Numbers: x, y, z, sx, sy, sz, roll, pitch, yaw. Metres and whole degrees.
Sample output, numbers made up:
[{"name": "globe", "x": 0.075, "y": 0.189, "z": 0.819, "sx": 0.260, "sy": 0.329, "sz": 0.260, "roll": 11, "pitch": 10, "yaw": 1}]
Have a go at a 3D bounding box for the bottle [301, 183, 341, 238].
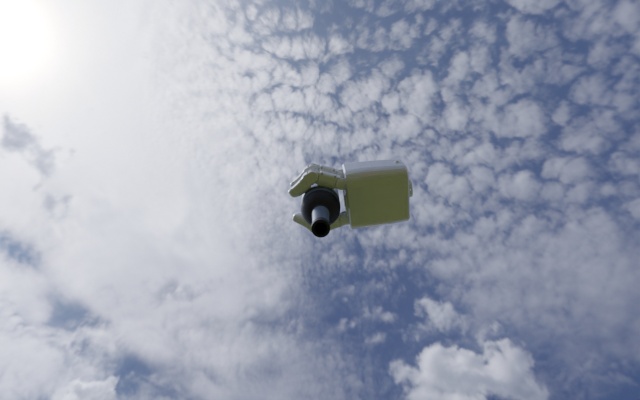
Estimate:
[{"name": "bottle", "x": 0.000, "y": 0.003, "z": 0.828, "sx": 0.069, "sy": 0.069, "sz": 0.295, "roll": 0, "pitch": 15, "yaw": 0}]
